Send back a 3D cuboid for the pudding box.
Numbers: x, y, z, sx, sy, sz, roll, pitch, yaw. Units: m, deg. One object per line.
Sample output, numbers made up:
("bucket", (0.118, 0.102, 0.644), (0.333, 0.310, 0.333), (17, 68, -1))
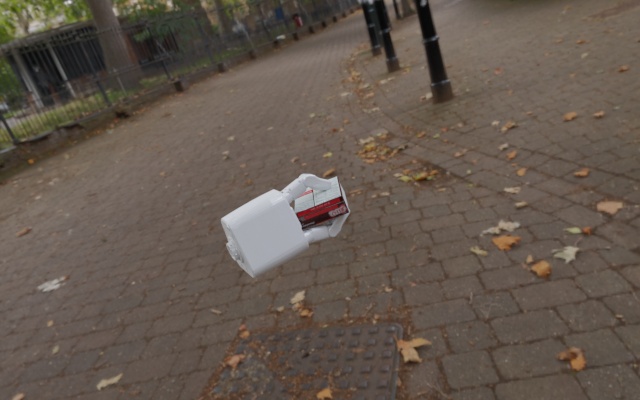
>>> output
("pudding box", (0.000, 0.003, 0.850), (0.090, 0.039, 0.113), (-20, 22, 6))
